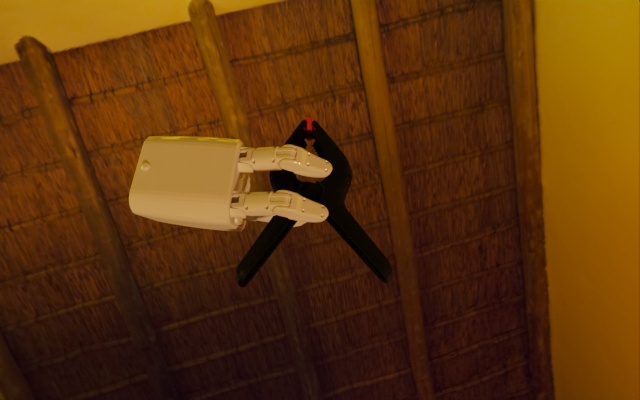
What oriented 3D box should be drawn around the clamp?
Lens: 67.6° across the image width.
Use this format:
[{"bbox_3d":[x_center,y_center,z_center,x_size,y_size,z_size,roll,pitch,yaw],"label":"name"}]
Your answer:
[{"bbox_3d":[0.000,0.002,0.540,0.164,0.210,0.036,6,-25,-1],"label":"clamp"}]
